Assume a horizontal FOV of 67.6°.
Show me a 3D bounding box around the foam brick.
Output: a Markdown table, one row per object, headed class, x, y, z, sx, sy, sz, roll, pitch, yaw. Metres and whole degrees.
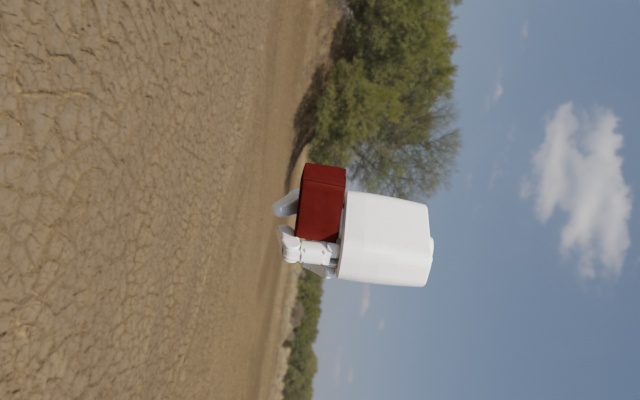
| class | x | y | z | sx | sy | sz | roll | pitch | yaw |
| --- | --- | --- | --- | --- | --- | --- | --- | --- | --- |
| foam brick | 0.000 | 0.002 | 0.565 | 0.051 | 0.078 | 0.053 | 8 | 28 | 0 |
